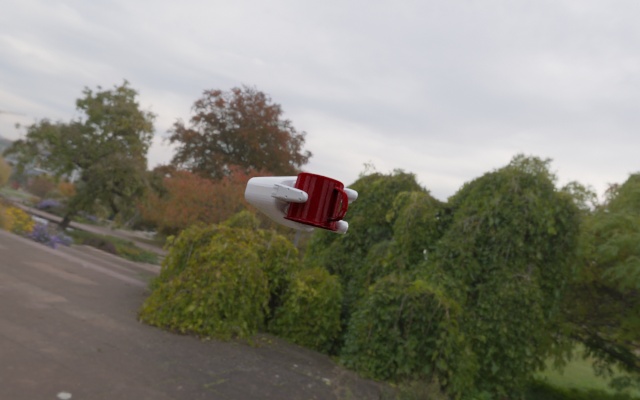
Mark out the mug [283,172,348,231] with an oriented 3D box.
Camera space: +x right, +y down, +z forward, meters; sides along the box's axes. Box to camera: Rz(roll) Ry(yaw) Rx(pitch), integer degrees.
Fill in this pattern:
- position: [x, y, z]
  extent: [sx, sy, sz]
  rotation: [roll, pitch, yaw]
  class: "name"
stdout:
- position: [0.001, 0.003, 0.789]
  extent: [0.093, 0.081, 0.117]
  rotation: [18, -7, -40]
  class: "mug"
